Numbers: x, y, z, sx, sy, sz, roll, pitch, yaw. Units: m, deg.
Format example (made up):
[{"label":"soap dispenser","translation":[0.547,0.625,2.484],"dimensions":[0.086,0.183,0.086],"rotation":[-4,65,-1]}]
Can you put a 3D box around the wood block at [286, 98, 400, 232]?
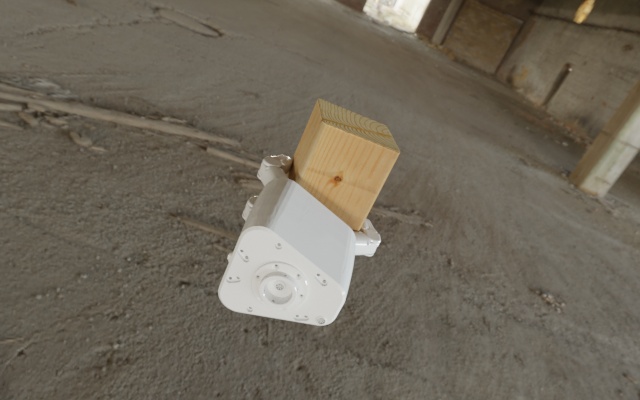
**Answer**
[{"label":"wood block","translation":[0.000,0.002,0.559],"dimensions":[0.091,0.206,0.090],"rotation":[19,25,-14]}]
